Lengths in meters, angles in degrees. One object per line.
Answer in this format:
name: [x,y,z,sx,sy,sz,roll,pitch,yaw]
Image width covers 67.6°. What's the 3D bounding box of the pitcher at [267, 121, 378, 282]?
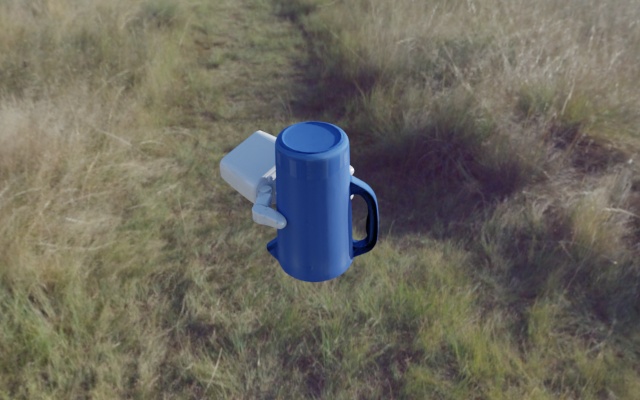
pitcher: [0.000,0.002,0.761,0.149,0.243,0.145,-31,47,-32]
